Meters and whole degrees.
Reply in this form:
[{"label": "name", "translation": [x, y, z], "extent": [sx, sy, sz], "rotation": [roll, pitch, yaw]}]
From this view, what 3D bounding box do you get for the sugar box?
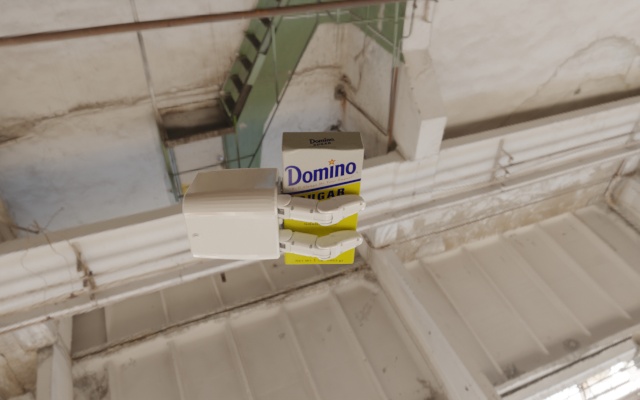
[{"label": "sugar box", "translation": [0.000, 0.002, 0.585], "extent": [0.093, 0.176, 0.048], "rotation": [-1, 39, -3]}]
